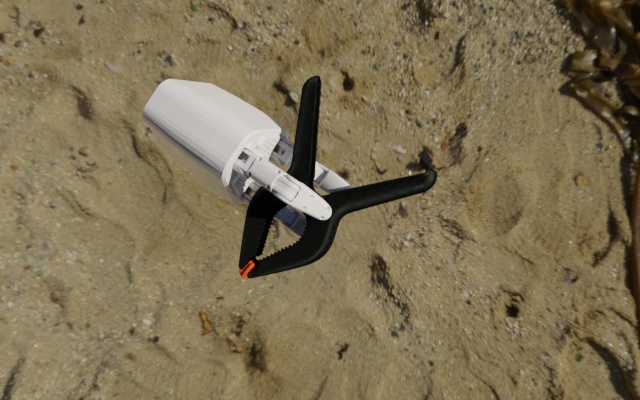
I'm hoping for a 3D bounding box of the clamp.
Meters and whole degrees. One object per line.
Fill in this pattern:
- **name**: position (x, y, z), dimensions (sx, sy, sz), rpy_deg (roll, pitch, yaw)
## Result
- **clamp**: position (-0.001, 0.002, 0.474), dimensions (0.164, 0.210, 0.036), rpy_deg (34, 2, 12)
